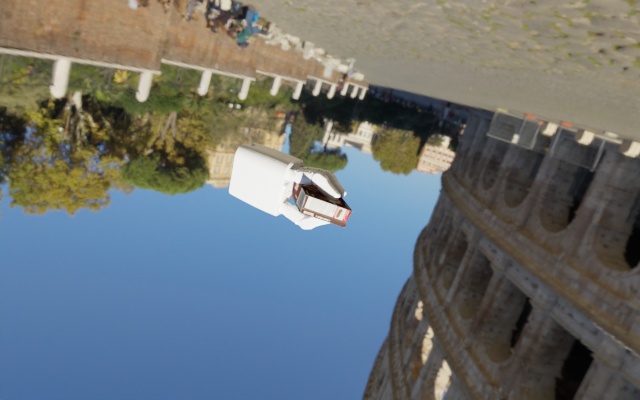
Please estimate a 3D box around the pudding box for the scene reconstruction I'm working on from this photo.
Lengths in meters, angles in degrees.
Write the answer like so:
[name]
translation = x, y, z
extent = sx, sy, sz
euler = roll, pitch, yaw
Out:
[pudding box]
translation = 0.000, 0.003, 0.869
extent = 0.090, 0.039, 0.113
euler = 18, 15, -16
